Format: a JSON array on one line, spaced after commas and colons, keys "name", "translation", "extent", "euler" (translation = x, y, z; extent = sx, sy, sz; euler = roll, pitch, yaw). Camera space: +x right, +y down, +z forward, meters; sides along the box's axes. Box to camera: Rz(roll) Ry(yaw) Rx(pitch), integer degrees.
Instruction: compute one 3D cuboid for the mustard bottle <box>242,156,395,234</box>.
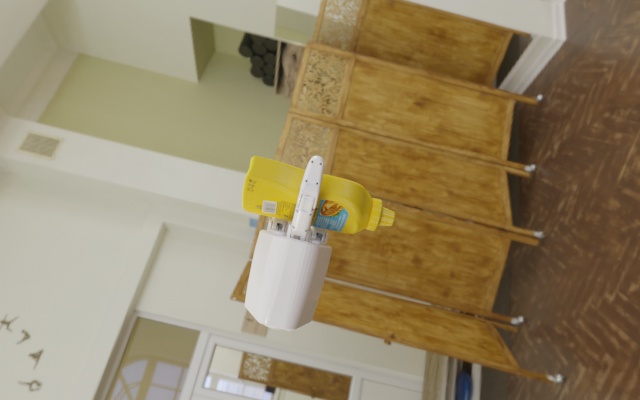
[{"name": "mustard bottle", "translation": [0.000, 0.002, 0.604], "extent": [0.191, 0.058, 0.096], "euler": [14, -30, -3]}]
